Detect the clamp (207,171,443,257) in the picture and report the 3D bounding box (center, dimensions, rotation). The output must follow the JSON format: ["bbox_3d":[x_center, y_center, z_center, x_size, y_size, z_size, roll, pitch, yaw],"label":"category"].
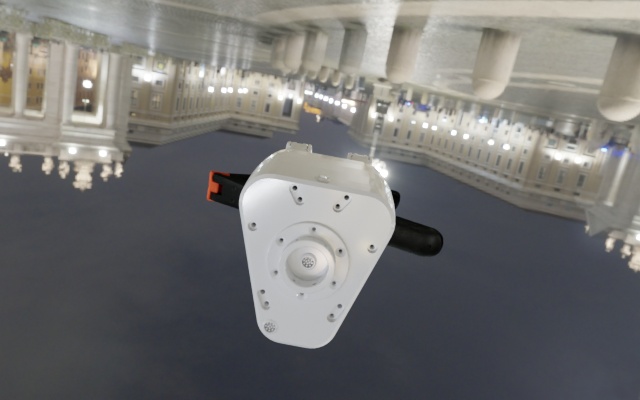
[{"bbox_3d":[-0.001,0.002,0.462,0.210,0.036,0.164,11,12,0],"label":"clamp"}]
